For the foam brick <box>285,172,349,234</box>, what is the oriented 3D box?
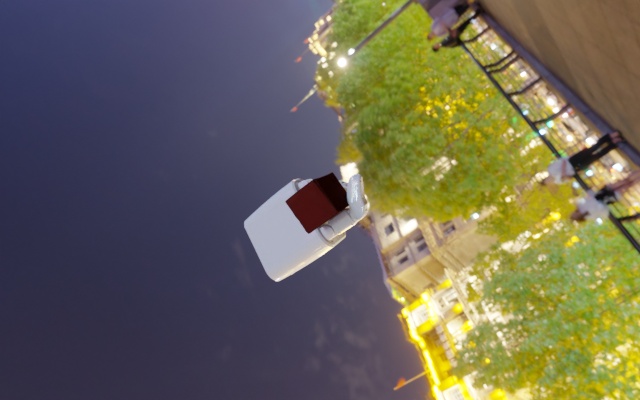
[{"bbox_3d":[0.000,0.002,0.623,0.051,0.053,0.078,-36,-3,21],"label":"foam brick"}]
